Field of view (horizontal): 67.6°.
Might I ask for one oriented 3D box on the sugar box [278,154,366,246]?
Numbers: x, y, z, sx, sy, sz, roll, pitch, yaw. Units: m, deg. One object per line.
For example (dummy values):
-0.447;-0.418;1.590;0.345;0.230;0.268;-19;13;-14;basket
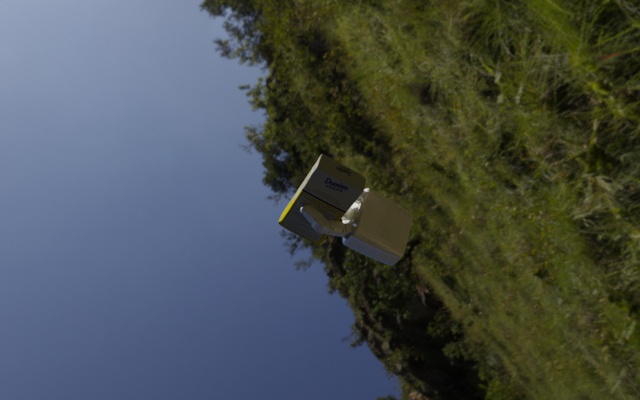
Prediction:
0.000;0.003;0.871;0.093;0.048;0.176;28;-49;-10;sugar box
